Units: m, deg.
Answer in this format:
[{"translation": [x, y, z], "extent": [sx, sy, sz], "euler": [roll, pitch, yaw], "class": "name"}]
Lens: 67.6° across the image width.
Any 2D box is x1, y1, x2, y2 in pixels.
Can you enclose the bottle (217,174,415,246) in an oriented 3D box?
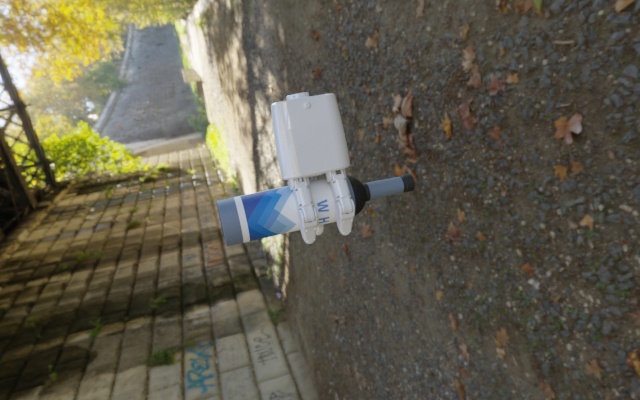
[{"translation": [0.000, 0.002, 0.707], "extent": [0.295, 0.069, 0.069], "euler": [-12, 3, -13], "class": "bottle"}]
